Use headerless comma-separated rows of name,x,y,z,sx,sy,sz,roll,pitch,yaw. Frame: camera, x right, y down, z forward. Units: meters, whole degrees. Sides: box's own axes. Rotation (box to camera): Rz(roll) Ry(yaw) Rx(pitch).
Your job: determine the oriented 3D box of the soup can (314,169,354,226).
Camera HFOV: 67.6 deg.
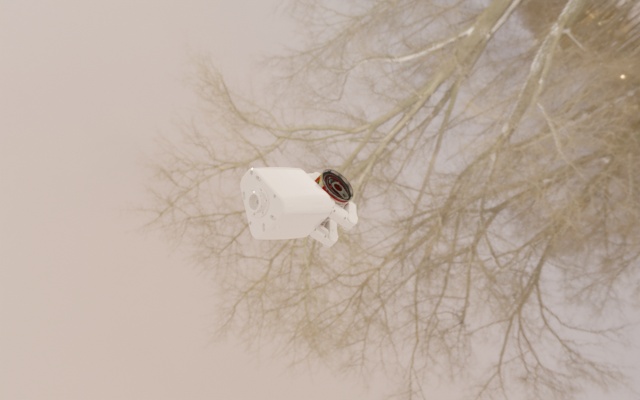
soup can,0.000,0.003,0.838,0.068,0.068,0.102,0,-36,-47
